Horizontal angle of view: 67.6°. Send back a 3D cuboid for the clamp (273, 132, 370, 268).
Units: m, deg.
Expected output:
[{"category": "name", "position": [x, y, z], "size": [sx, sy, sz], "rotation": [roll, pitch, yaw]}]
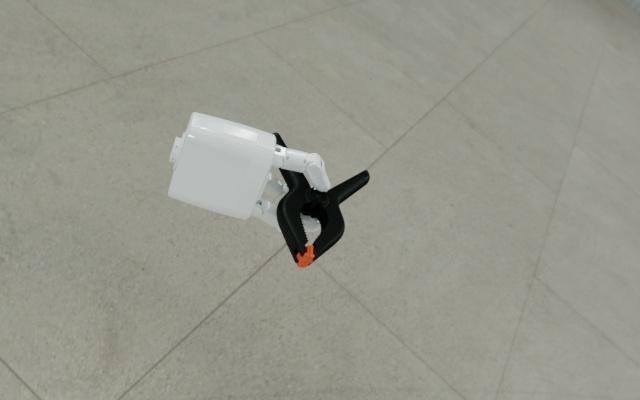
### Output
[{"category": "clamp", "position": [0.000, 0.002, 0.653], "size": [0.164, 0.209, 0.036], "rotation": [15, -44, -18]}]
